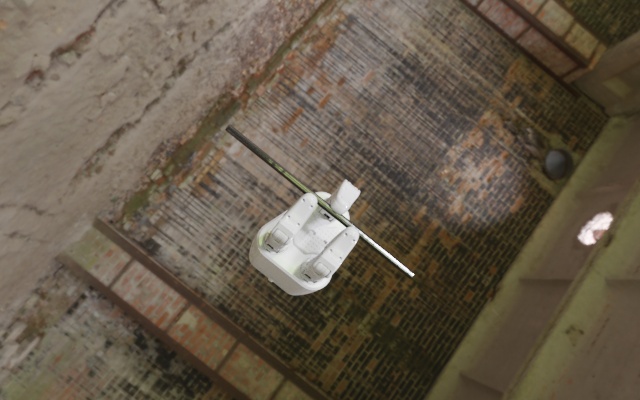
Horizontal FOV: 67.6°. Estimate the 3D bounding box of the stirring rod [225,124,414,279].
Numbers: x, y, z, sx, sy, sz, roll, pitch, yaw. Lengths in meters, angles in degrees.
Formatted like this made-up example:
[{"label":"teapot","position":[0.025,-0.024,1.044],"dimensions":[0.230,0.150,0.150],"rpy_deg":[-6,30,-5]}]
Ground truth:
[{"label":"stirring rod","position":[0.000,0.001,0.485],"dimensions":[0.239,0.011,0.011],"rpy_deg":[39,-2,-2]}]
